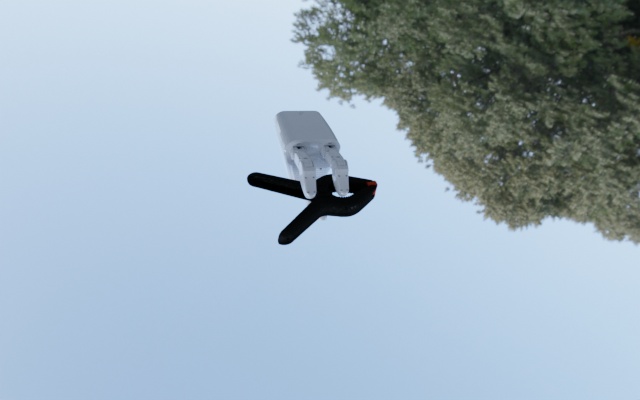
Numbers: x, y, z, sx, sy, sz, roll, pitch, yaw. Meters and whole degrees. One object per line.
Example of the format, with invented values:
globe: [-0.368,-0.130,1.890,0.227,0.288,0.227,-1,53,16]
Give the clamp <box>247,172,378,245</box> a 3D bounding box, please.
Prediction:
clamp: [0.000,0.003,0.760,0.210,0.036,0.164,-5,41,-18]
